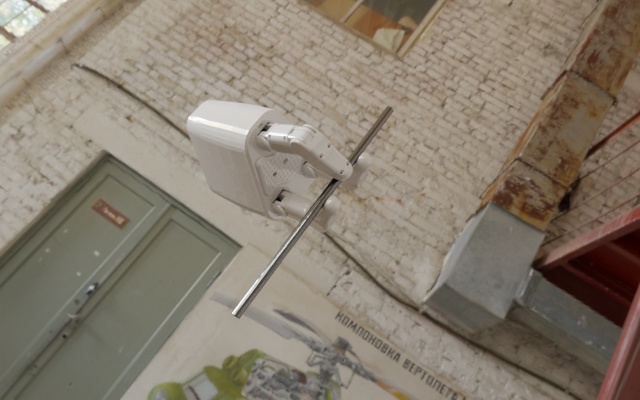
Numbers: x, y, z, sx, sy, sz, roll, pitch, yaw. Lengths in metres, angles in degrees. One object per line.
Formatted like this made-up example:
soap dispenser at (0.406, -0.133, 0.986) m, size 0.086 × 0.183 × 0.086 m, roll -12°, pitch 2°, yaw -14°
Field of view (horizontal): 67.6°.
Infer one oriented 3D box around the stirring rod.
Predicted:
stirring rod at (0.000, 0.001, 0.419) m, size 0.011 × 0.239 × 0.011 m, roll 31°, pitch -22°, yaw 14°
